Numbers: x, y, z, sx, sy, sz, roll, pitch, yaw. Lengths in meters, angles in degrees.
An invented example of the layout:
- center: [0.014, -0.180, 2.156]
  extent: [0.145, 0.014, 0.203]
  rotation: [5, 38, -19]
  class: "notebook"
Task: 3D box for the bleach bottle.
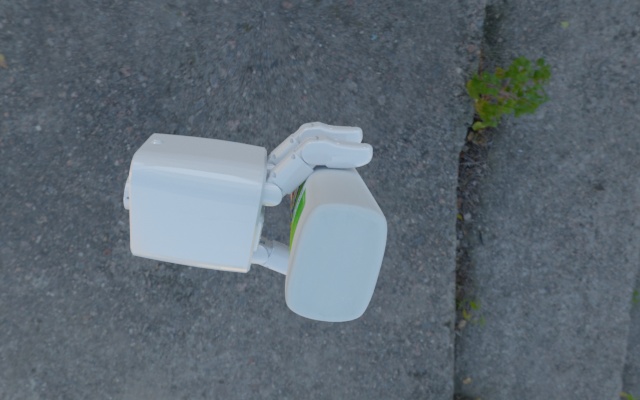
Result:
- center: [0.000, 0.001, 0.462]
  extent: [0.068, 0.103, 0.250]
  rotation: [10, 20, -10]
  class: "bleach bottle"
